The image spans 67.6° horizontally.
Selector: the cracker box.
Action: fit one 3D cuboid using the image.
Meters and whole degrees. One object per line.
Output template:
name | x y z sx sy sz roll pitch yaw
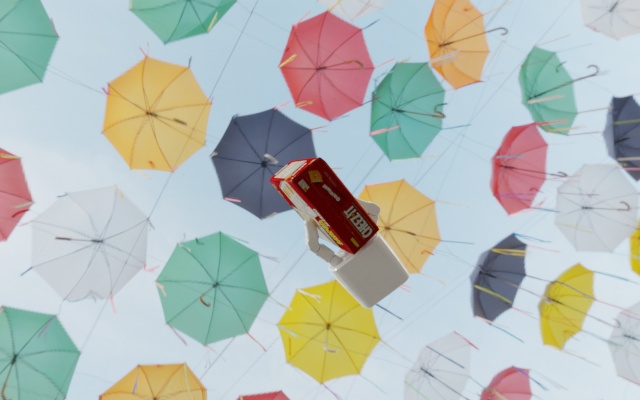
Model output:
cracker box | 0.000 0.003 0.870 0.072 0.164 0.213 -43 13 -10
